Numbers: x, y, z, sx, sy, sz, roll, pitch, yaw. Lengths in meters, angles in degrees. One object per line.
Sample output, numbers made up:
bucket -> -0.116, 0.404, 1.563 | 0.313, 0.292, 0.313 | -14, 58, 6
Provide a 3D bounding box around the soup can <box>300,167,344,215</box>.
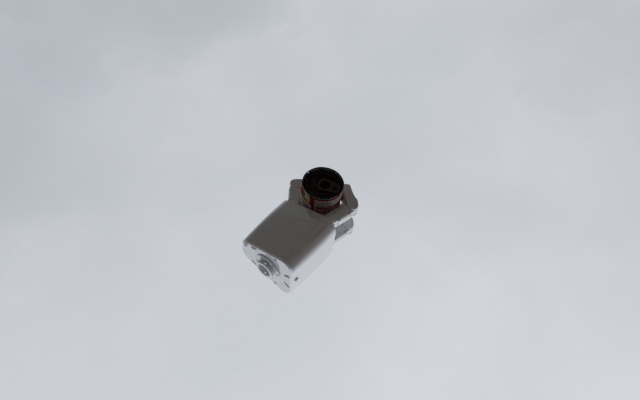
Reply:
soup can -> 0.000, 0.002, 0.798 | 0.068, 0.068, 0.102 | 0, -38, -6
